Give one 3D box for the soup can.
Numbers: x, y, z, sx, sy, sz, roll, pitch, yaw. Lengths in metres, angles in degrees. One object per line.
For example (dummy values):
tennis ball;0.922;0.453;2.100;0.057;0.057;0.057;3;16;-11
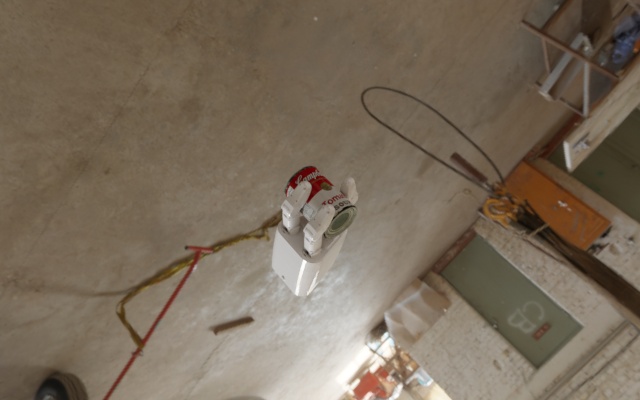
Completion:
soup can;0.000;0.002;0.750;0.102;0.068;0.068;45;24;26
